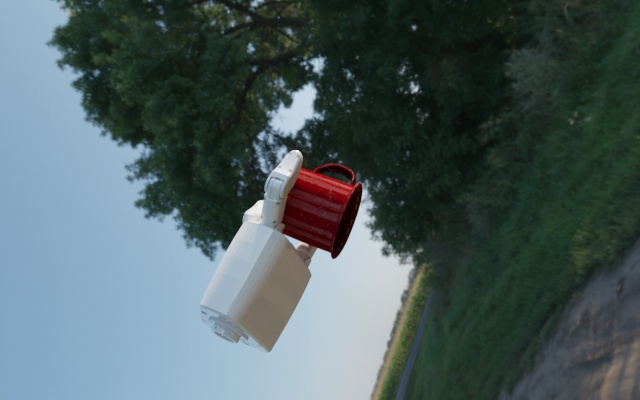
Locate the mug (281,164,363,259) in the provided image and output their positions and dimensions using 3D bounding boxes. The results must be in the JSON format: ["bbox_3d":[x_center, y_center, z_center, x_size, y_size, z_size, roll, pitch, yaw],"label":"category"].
[{"bbox_3d":[0.000,0.001,0.565,0.081,0.117,0.093,20,-29,14],"label":"mug"}]
